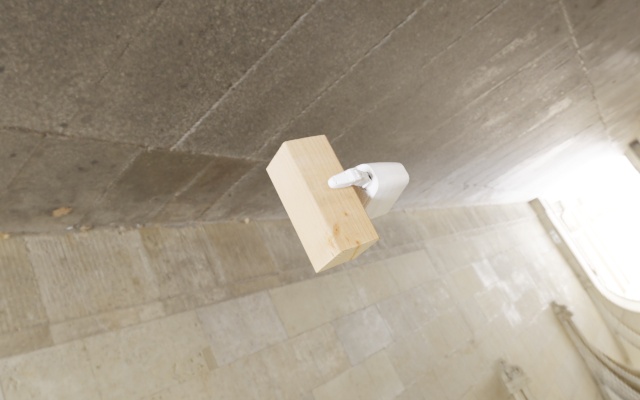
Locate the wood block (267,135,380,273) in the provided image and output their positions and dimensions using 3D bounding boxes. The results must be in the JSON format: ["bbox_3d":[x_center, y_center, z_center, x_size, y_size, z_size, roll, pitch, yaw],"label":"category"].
[{"bbox_3d":[0.001,0.003,0.810,0.090,0.206,0.091,-15,-20,-35],"label":"wood block"}]
